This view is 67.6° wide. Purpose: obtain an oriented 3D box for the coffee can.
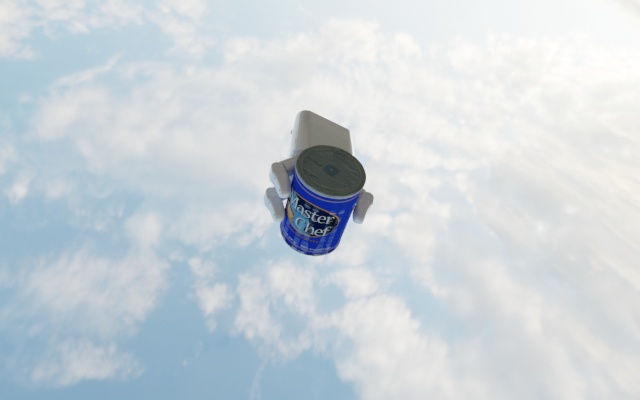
[{"bbox_3d":[0.000,0.002,0.722,0.103,0.102,0.140,0,-42,-18],"label":"coffee can"}]
